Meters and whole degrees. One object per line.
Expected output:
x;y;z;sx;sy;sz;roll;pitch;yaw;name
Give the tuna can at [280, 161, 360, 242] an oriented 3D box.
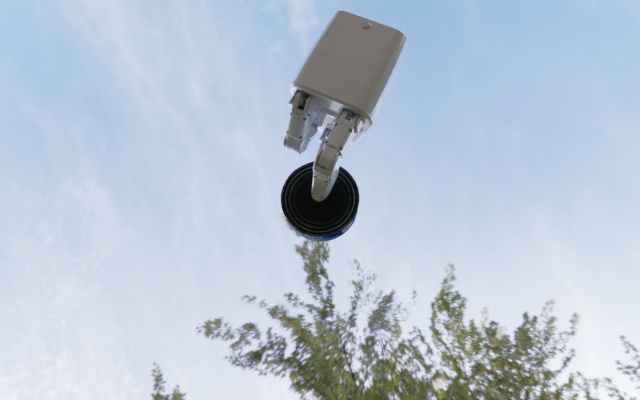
0.000;0.002;0.531;0.086;0.086;0.034;0;-18;3;tuna can
